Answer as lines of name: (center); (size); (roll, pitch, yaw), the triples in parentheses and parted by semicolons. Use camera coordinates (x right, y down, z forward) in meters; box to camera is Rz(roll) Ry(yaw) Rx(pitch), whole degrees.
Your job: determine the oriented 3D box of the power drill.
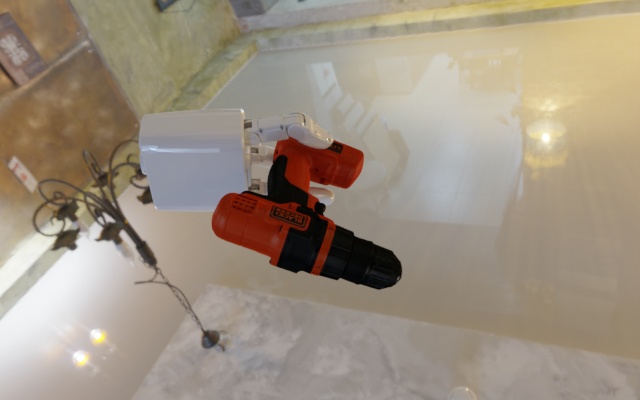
power drill: (0.000, 0.001, 0.502); (0.184, 0.057, 0.187); (21, 35, -3)
